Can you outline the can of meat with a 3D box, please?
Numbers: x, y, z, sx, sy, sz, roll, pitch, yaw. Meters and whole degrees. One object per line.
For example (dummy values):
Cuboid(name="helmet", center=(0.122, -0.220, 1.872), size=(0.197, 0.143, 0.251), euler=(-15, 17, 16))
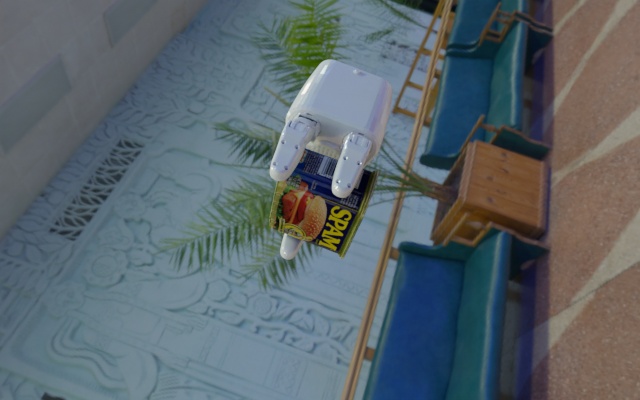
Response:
Cuboid(name="can of meat", center=(0.000, 0.002, 0.467), size=(0.084, 0.057, 0.102), euler=(21, -38, 1))
